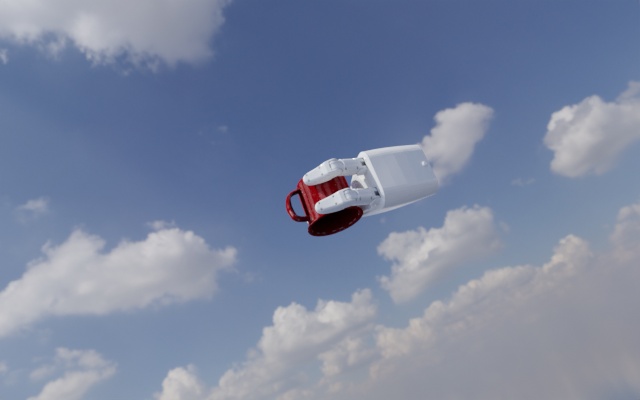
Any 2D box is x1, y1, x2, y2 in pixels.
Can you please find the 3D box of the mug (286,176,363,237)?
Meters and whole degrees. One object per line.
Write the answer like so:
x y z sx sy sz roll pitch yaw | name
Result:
-0.001 0.003 0.761 0.117 0.081 0.093 -11 -27 -22 | mug
